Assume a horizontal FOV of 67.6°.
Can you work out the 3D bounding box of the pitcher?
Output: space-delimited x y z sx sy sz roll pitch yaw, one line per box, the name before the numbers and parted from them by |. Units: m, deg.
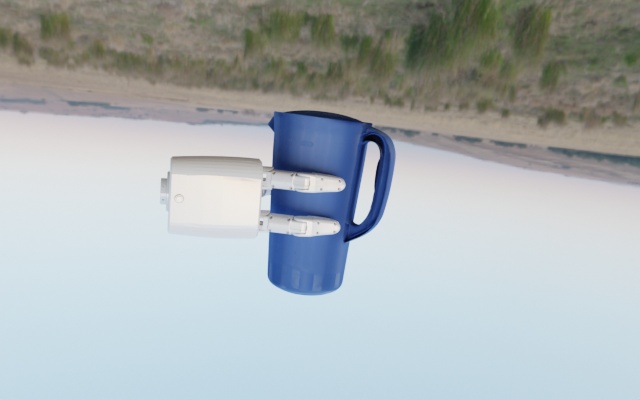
pitcher | 0.000 0.002 0.652 0.145 0.243 0.149 3 11 -19
